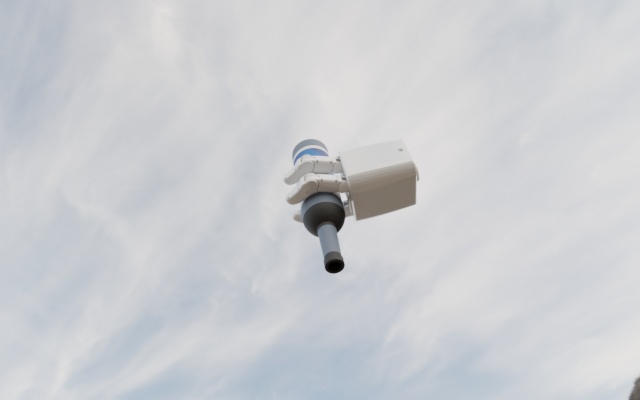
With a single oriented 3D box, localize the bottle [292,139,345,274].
[{"bbox_3d":[0.000,0.002,0.756,0.069,0.069,0.295,0,36,-9],"label":"bottle"}]
